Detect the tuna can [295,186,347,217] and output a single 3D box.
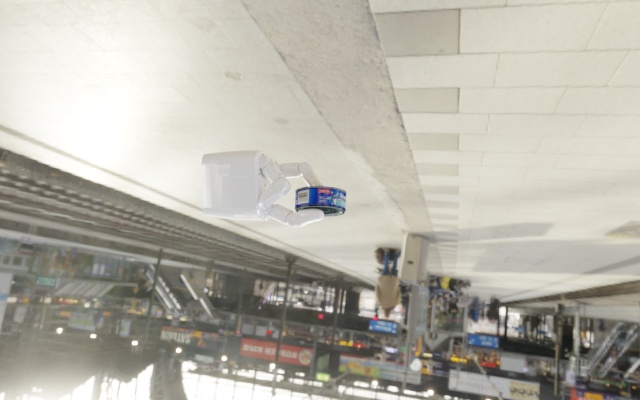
[{"bbox_3d":[0.000,0.003,0.786,0.086,0.033,0.086,2,-13,0],"label":"tuna can"}]
